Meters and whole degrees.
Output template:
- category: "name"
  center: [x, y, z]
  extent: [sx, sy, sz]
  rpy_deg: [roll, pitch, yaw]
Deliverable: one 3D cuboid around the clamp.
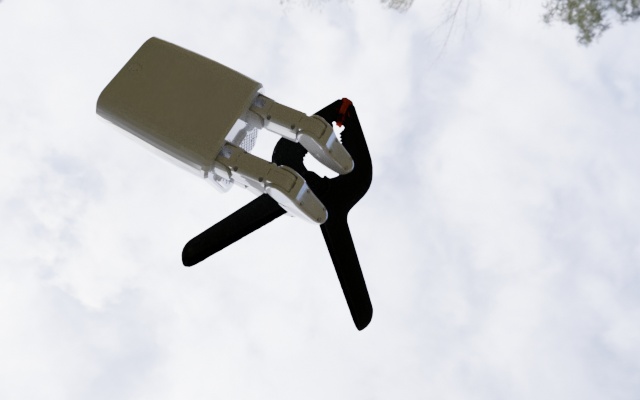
- category: "clamp"
  center: [0.000, 0.001, 0.427]
  extent: [0.164, 0.210, 0.036]
  rpy_deg: [27, -24, 3]
